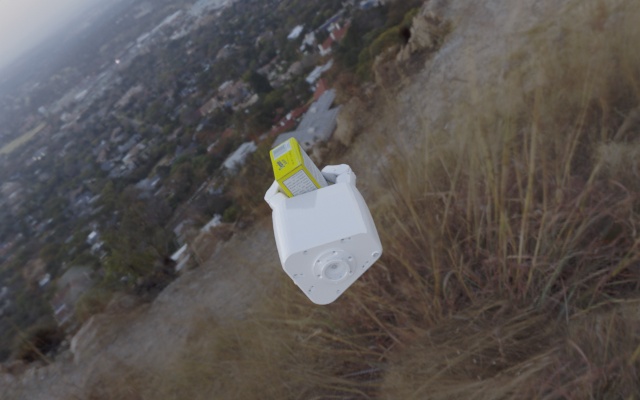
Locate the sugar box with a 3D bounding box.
[{"bbox_3d":[0.000,0.002,0.665,0.048,0.176,0.093,-31,31,8],"label":"sugar box"}]
